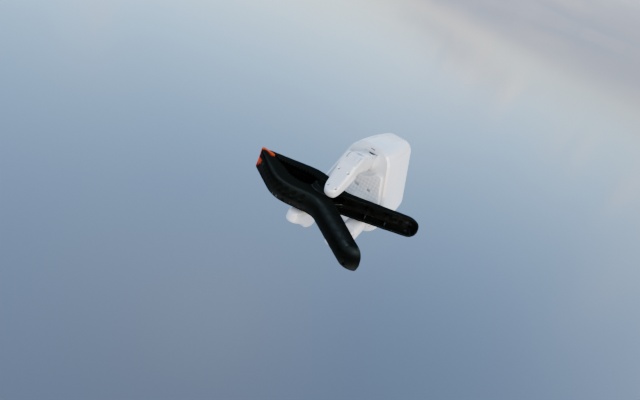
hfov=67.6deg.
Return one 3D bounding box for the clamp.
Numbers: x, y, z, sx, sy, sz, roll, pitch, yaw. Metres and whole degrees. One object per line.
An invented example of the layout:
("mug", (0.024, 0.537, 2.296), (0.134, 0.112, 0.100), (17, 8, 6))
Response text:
("clamp", (0.000, 0.001, 0.550), (0.210, 0.036, 0.164), (32, 24, 17))
